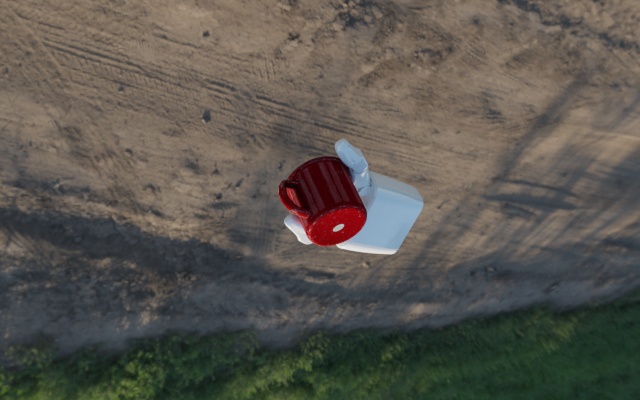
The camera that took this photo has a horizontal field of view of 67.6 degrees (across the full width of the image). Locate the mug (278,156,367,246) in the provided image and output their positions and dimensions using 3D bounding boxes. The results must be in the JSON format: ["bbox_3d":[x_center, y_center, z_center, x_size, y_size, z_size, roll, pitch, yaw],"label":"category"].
[{"bbox_3d":[-0.001,0.002,0.605,0.117,0.081,0.093,12,-50,-37],"label":"mug"}]
